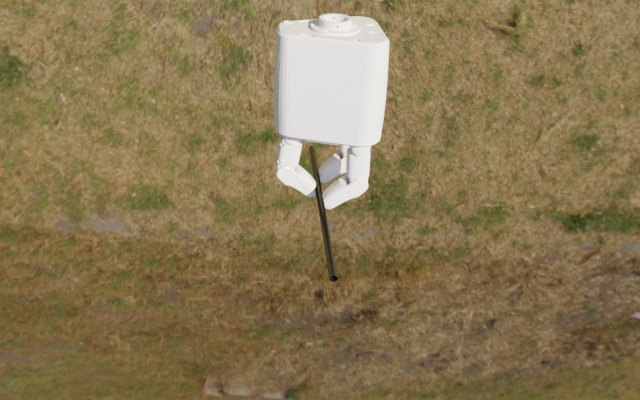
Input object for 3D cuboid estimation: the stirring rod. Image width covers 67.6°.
[{"bbox_3d":[0.000,0.002,0.538,0.011,0.011,0.239,0,36,-7],"label":"stirring rod"}]
